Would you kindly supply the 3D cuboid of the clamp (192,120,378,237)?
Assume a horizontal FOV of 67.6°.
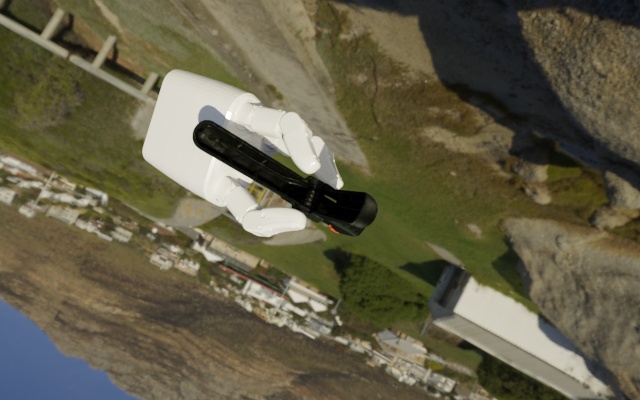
[{"bbox_3d":[0.000,0.002,0.435,0.164,0.036,0.210,27,-5,28],"label":"clamp"}]
